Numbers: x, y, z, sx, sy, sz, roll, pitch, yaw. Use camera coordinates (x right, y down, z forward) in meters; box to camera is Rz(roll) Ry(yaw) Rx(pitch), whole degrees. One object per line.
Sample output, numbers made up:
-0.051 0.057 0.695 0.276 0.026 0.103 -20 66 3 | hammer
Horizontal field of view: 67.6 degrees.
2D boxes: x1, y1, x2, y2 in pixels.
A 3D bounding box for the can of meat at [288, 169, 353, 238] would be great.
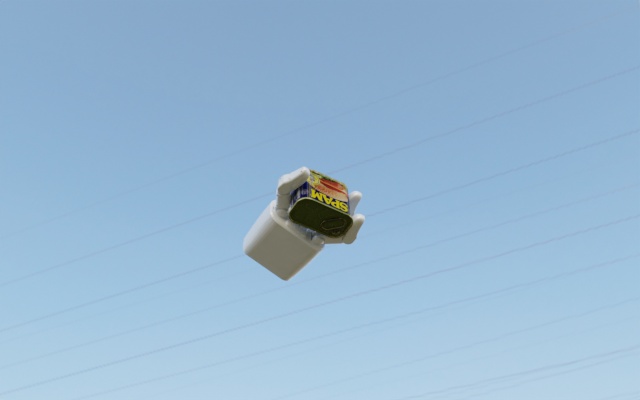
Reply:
0.000 0.002 0.781 0.102 0.057 0.083 23 36 -20 | can of meat
